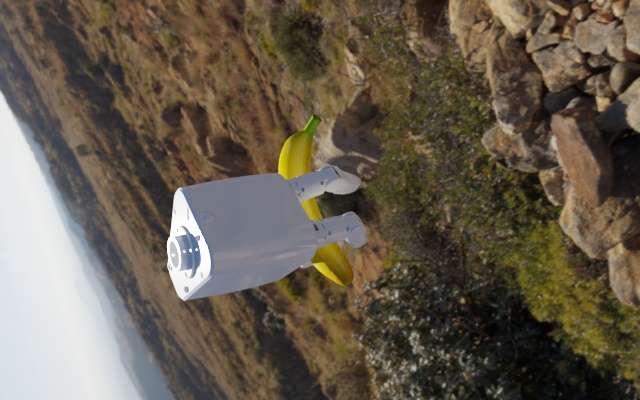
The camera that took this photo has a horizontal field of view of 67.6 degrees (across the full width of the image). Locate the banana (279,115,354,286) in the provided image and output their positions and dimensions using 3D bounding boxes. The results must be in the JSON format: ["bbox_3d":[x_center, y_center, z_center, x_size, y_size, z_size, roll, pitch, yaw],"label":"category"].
[{"bbox_3d":[-0.012,0.004,0.543,0.037,0.197,0.070,-1,-17,-42],"label":"banana"}]
